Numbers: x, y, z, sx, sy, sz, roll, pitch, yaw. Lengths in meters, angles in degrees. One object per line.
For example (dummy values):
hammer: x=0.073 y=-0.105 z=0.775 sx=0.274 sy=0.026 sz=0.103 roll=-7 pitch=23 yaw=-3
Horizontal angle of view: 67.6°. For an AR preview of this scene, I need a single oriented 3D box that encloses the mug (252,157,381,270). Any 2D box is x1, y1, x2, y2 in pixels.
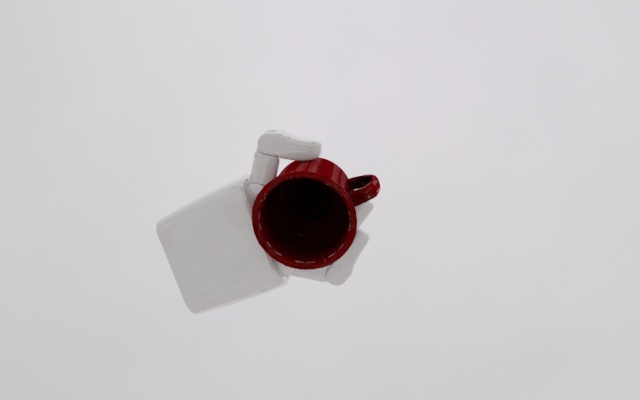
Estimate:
mug: x=0.001 y=0.001 z=0.450 sx=0.117 sy=0.093 sz=0.081 roll=-23 pitch=15 yaw=13
